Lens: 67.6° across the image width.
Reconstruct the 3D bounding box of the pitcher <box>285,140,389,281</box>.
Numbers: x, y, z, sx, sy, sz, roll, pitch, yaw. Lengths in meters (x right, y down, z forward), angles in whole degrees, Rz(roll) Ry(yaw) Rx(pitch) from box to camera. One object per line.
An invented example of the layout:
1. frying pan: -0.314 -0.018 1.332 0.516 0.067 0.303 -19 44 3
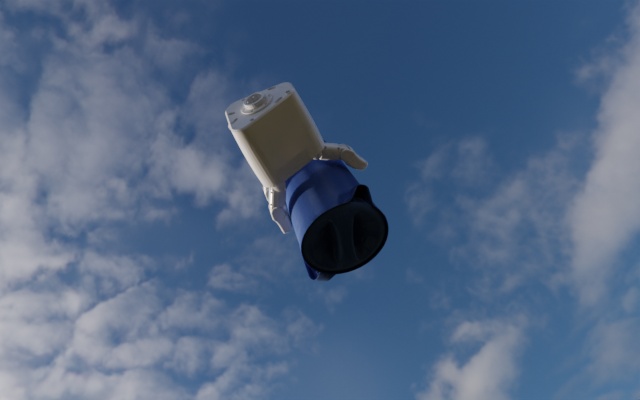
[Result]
1. pitcher: 0.000 0.002 0.779 0.149 0.145 0.242 -30 38 3
